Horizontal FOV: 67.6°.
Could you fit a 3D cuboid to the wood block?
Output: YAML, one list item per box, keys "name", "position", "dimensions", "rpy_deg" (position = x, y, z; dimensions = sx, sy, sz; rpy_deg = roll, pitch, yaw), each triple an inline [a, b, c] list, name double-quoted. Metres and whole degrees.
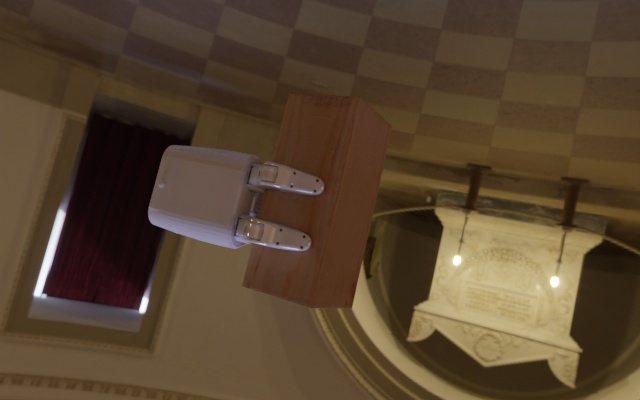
- name: "wood block"
  position: [0.000, 0.002, 0.508]
  dimensions: [0.090, 0.206, 0.091]
  rpy_deg: [10, -6, 30]
